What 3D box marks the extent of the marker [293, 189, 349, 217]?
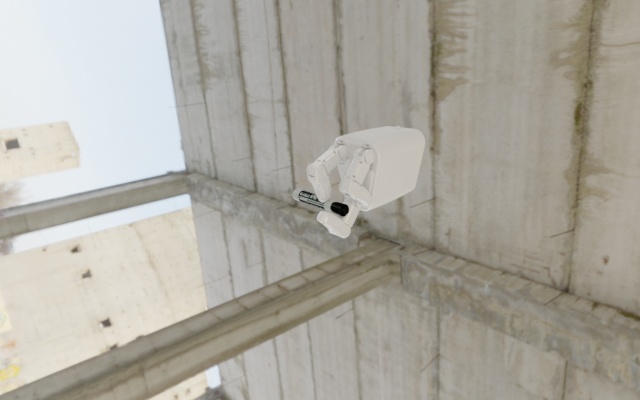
[{"bbox_3d":[0.000,0.002,0.726,0.020,0.020,0.121,0,12,-40],"label":"marker"}]
